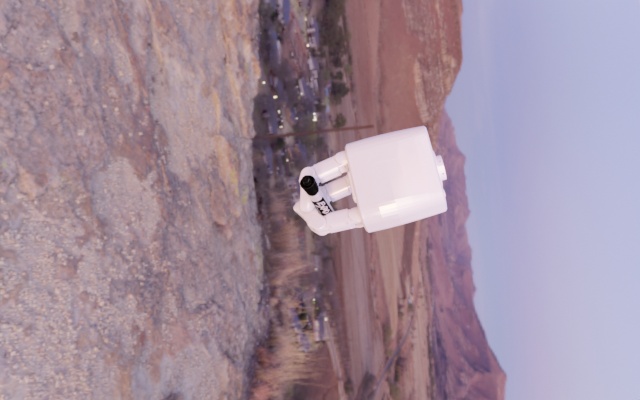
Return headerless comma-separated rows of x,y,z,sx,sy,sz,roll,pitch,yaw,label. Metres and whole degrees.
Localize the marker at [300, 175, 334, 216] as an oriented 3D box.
0.000,0.002,0.603,0.020,0.020,0.121,0,-26,18,marker
